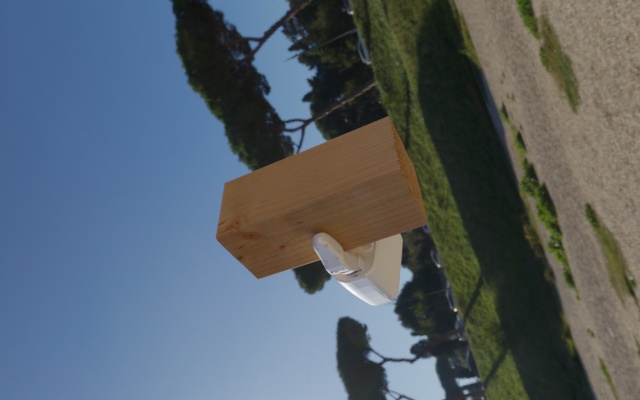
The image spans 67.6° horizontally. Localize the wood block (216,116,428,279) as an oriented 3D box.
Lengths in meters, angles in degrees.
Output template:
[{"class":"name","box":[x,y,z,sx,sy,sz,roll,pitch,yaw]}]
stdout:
[{"class":"wood block","box":[0.000,0.002,0.528,0.206,0.090,0.090,-21,-47,17]}]
